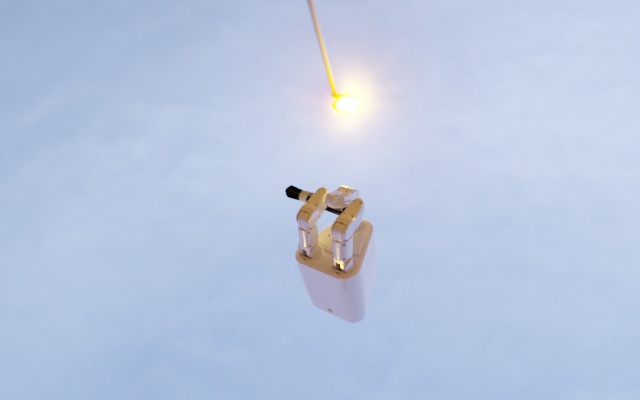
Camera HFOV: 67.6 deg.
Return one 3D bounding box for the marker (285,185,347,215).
[{"bbox_3d":[0.000,0.002,0.652,0.121,0.020,0.020,19,10,32],"label":"marker"}]
